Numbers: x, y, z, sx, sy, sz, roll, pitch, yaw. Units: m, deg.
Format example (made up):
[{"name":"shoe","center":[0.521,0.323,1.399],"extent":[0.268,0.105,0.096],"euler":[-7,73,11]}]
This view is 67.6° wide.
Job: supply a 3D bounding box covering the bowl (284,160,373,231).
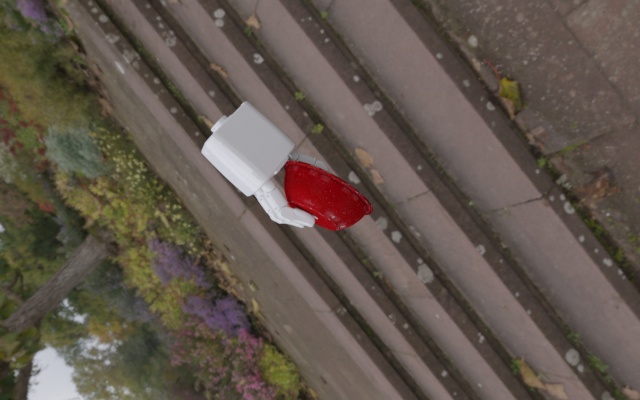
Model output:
[{"name":"bowl","center":[0.001,0.004,0.762],"extent":[0.162,0.055,0.162],"euler":[27,-14,7]}]
